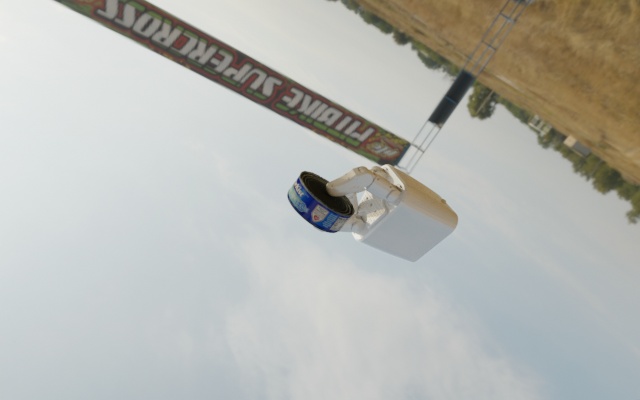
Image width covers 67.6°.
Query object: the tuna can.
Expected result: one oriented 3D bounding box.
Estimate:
[{"bbox_3d":[0.000,0.002,0.613,0.086,0.034,0.086,33,20,-14],"label":"tuna can"}]
